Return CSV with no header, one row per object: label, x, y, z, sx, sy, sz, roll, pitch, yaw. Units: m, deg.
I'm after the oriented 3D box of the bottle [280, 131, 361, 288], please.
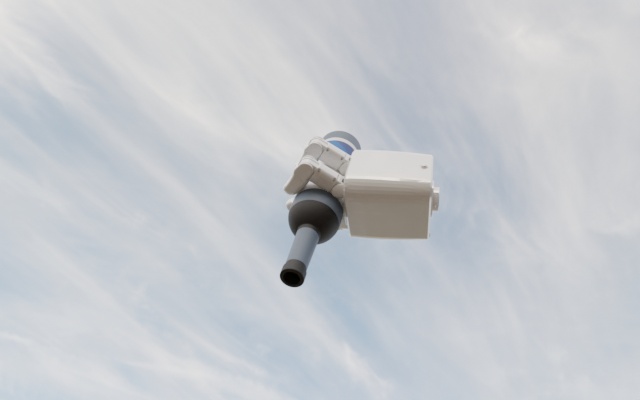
bottle,0.000,0.002,0.628,0.069,0.069,0.295,0,34,15
